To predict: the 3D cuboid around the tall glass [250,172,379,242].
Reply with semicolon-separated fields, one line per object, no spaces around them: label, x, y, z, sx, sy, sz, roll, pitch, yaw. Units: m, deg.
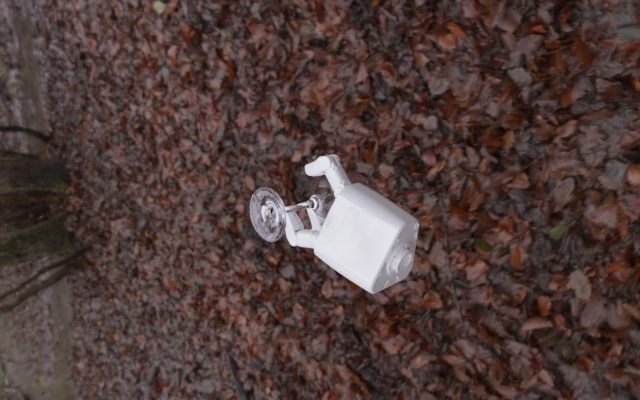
tall glass;0.000;0.002;0.695;0.079;0.079;0.201;0;10;45
